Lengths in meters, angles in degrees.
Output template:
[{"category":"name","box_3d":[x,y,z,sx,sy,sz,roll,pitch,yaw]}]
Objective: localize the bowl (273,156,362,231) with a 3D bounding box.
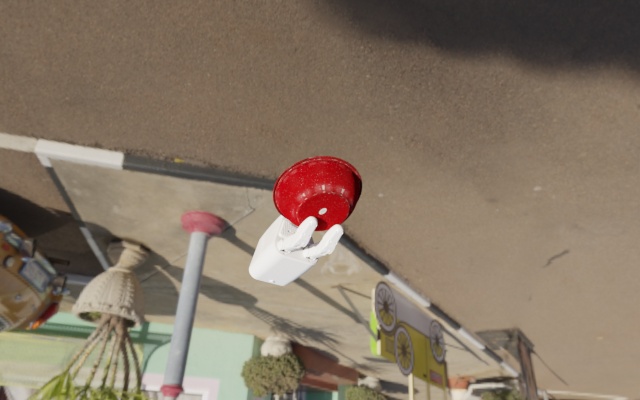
[{"category":"bowl","box_3d":[0.001,0.002,0.827,0.162,0.162,0.055,0,41,-14]}]
